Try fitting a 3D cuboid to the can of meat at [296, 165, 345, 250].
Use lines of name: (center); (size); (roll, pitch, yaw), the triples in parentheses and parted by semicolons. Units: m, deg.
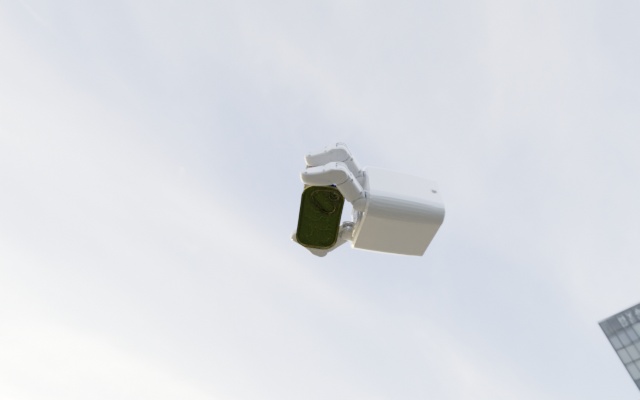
can of meat: (0.000, 0.002, 0.668); (0.057, 0.102, 0.084); (7, 33, -3)
